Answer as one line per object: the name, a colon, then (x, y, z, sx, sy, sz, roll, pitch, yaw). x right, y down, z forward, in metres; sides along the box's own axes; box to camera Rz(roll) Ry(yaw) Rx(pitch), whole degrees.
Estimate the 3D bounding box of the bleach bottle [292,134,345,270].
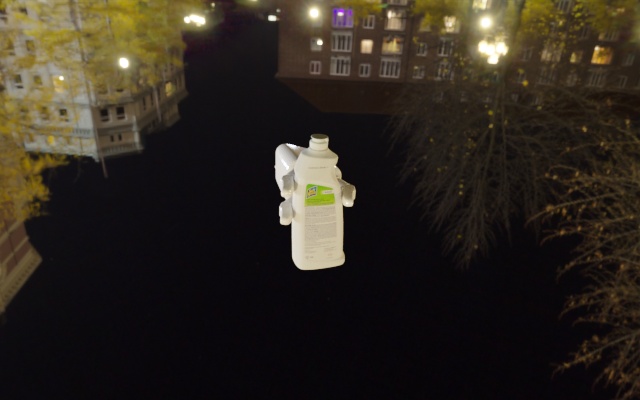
bleach bottle: (0.000, 0.003, 0.867, 0.102, 0.251, 0.068, -6, 28, -18)
